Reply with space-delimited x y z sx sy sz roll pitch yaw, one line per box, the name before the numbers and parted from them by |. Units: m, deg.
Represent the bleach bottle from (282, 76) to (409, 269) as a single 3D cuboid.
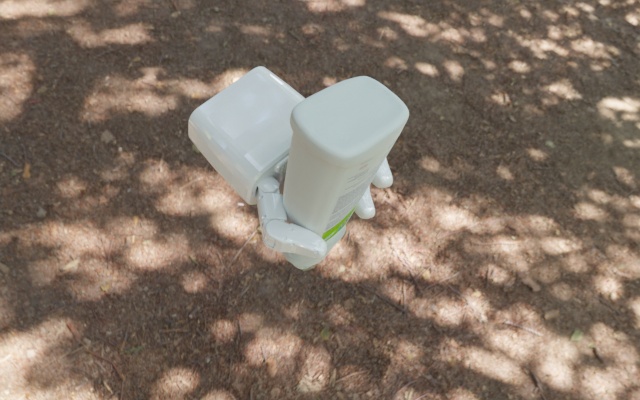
bleach bottle | 0.000 0.001 0.472 0.102 0.068 0.251 -34 -21 -33
